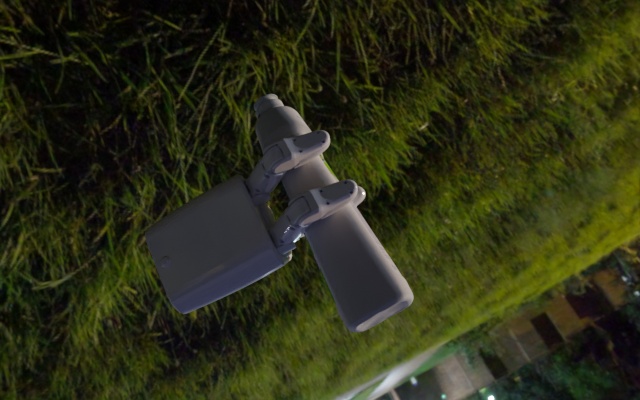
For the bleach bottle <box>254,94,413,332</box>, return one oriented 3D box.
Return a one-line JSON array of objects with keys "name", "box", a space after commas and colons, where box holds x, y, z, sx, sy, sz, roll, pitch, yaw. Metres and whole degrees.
[{"name": "bleach bottle", "box": [0.000, 0.002, 0.473, 0.068, 0.250, 0.103, -29, -20, 1]}]
